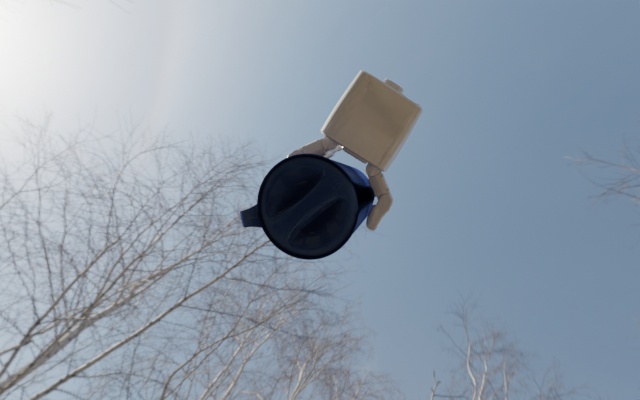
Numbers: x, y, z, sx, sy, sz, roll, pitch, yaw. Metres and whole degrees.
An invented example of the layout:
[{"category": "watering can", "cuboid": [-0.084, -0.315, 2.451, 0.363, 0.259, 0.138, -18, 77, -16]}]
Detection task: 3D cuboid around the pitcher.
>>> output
[{"category": "pitcher", "cuboid": [0.000, 0.002, 0.707, 0.149, 0.145, 0.243, 33, 10, 10]}]
